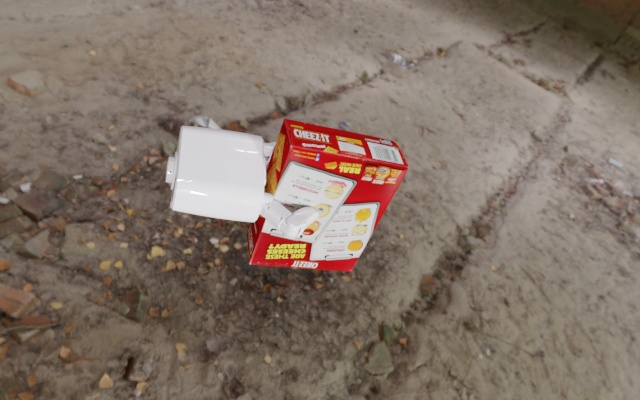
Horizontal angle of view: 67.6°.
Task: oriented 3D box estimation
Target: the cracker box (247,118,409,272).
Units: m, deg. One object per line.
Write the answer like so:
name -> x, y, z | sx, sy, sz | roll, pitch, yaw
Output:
cracker box -> 0.000, 0.002, 0.669 | 0.164, 0.214, 0.072 | 7, 41, -20
